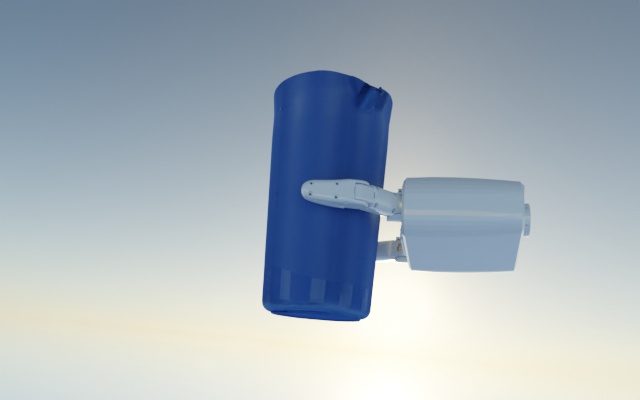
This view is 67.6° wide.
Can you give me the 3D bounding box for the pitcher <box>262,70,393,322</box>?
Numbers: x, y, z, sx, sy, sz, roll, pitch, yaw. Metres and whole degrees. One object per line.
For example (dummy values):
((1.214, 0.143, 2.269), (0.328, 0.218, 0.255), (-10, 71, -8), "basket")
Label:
((0.000, 0.002, 0.512), (0.145, 0.242, 0.149), (1, -18, 15), "pitcher")
